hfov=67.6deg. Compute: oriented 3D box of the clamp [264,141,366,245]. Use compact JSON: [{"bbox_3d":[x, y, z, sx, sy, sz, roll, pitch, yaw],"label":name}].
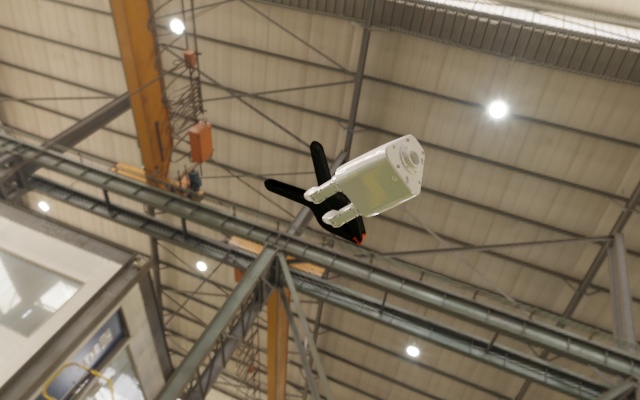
[{"bbox_3d":[0.001,0.003,0.879,0.164,0.210,0.036,-24,22,43],"label":"clamp"}]
